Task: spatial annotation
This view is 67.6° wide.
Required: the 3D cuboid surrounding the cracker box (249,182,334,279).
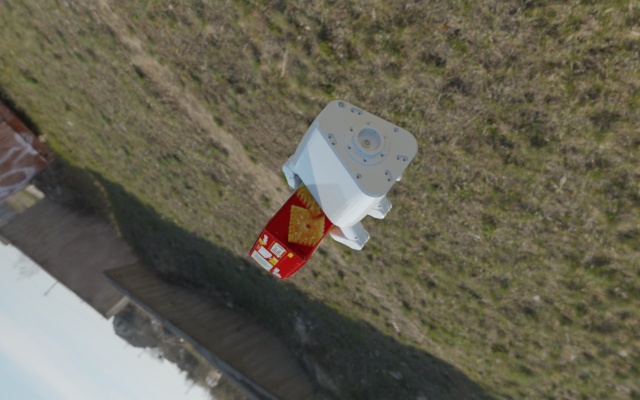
[{"bbox_3d":[0.000,0.002,0.670,0.072,0.213,0.164,40,-23,0],"label":"cracker box"}]
